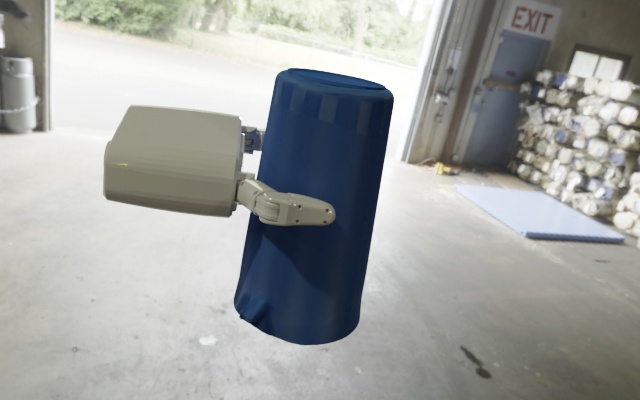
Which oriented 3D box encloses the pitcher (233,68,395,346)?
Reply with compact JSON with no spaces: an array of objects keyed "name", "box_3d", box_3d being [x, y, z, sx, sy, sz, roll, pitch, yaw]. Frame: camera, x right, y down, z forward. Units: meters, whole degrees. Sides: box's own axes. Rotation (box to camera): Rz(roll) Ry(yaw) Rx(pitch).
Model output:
[{"name":"pitcher","box_3d":[0.000,0.002,0.470,0.145,0.243,0.149,6,20,-12]}]
